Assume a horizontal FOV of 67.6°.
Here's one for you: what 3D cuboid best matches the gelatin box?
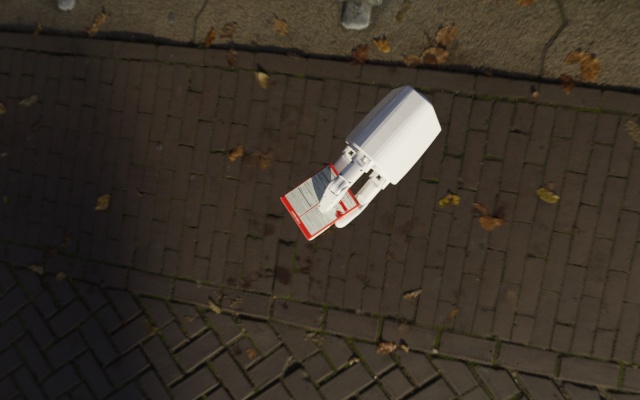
[{"bbox_3d":[0.000,0.002,0.677,0.089,0.073,0.030,-35,-7,2],"label":"gelatin box"}]
